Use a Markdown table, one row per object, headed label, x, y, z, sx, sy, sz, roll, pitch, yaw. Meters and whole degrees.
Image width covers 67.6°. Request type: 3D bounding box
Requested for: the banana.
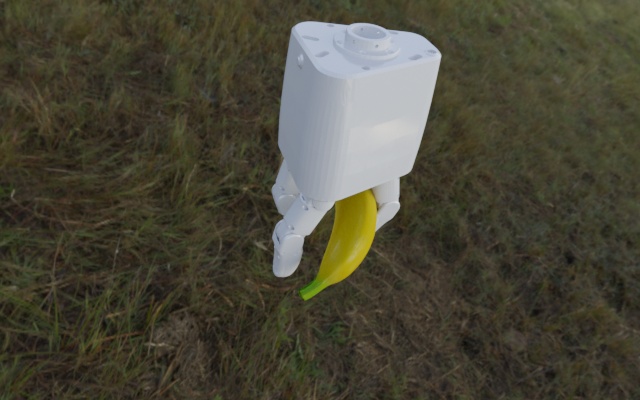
| label | x | y | z | sx | sy | sz | roll | pitch | yaw |
| --- | --- | --- | --- | --- | --- | --- | --- | --- | --- |
| banana | 0.018 | 0.002 | 0.453 | 0.069 | 0.037 | 0.197 | -5 | 43 | 9 |
